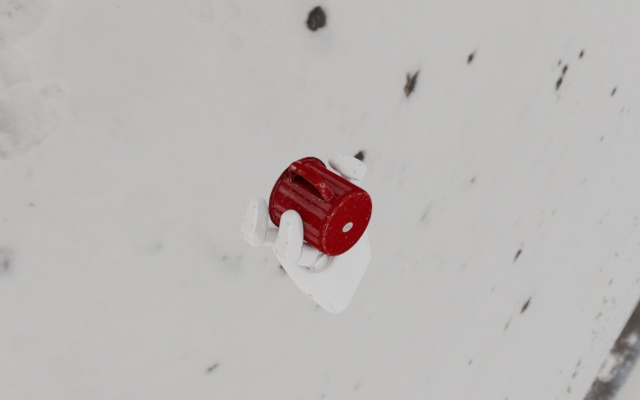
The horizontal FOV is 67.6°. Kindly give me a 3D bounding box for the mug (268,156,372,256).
[{"bbox_3d":[0.000,0.001,0.521,0.081,0.093,0.117,32,-23,35],"label":"mug"}]
